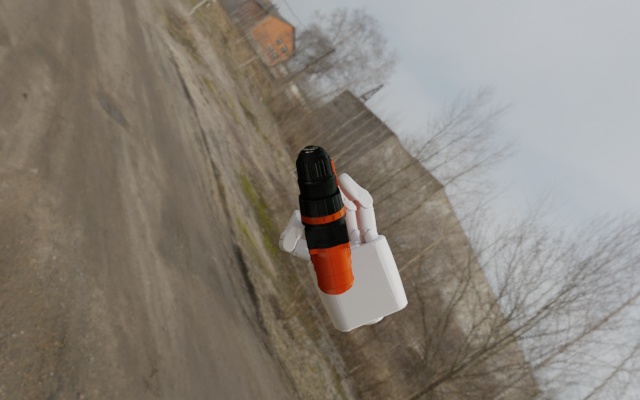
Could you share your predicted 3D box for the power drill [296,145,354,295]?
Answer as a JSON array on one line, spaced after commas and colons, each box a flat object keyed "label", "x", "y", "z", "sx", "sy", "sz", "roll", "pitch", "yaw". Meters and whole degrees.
[{"label": "power drill", "x": 0.000, "y": 0.002, "z": 0.616, "sx": 0.057, "sy": 0.184, "sz": 0.187, "roll": -8, "pitch": 21, "yaw": 1}]
